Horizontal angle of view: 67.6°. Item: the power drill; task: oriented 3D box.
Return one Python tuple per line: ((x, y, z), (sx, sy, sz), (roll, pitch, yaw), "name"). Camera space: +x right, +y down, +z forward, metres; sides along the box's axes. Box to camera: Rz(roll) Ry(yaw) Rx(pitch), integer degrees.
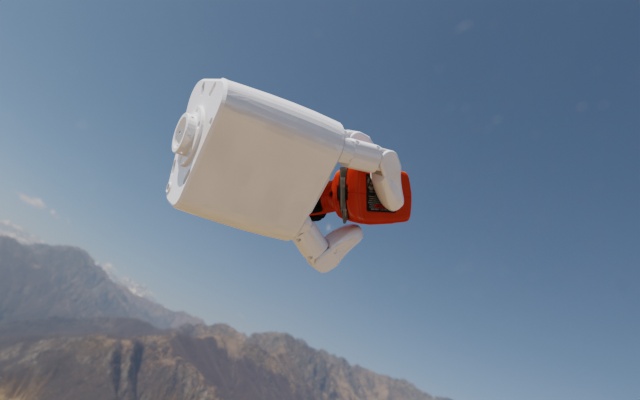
((0.000, 0.002, 0.523), (0.187, 0.057, 0.184), (-6, -4, 38), "power drill")
